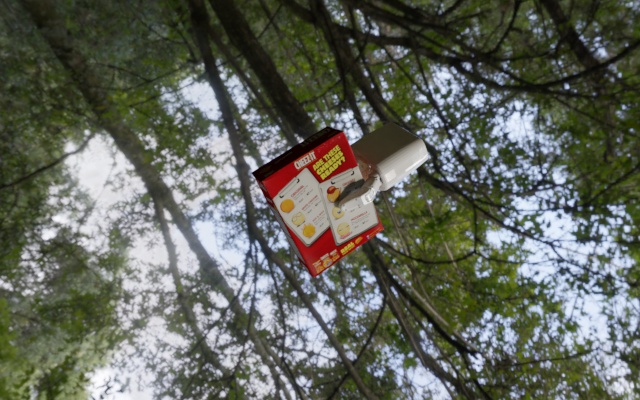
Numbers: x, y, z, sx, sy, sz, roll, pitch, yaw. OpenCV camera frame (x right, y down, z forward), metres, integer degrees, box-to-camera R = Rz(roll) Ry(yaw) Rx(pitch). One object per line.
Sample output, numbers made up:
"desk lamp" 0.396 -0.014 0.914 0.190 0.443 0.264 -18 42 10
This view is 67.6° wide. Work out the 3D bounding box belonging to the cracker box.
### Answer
"cracker box" 0.000 0.003 0.845 0.164 0.214 0.072 -33 28 -14
